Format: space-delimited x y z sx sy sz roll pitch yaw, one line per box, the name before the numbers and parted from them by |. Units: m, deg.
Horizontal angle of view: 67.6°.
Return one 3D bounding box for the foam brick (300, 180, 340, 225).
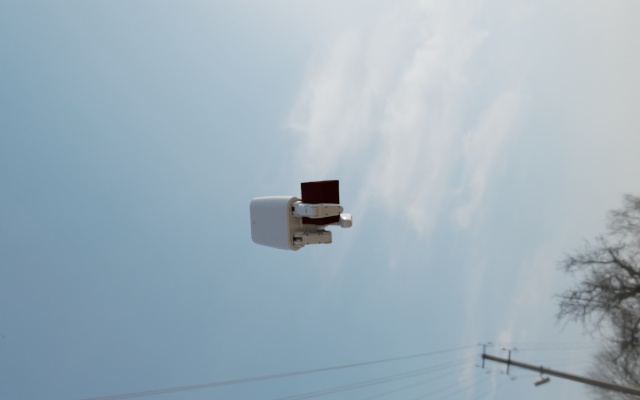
foam brick | 0.000 0.003 0.863 0.051 0.078 0.053 3 7 40
